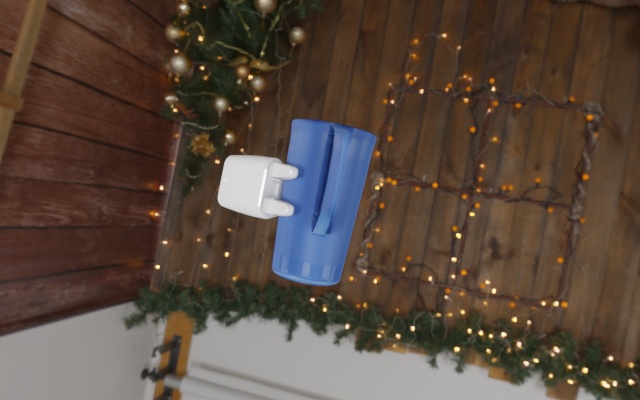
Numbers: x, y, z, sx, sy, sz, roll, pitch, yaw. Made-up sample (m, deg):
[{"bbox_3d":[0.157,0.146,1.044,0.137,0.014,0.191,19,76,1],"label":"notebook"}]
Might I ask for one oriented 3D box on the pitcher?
[{"bbox_3d":[0.000,0.002,0.729,0.145,0.243,0.149,11,0,36],"label":"pitcher"}]
